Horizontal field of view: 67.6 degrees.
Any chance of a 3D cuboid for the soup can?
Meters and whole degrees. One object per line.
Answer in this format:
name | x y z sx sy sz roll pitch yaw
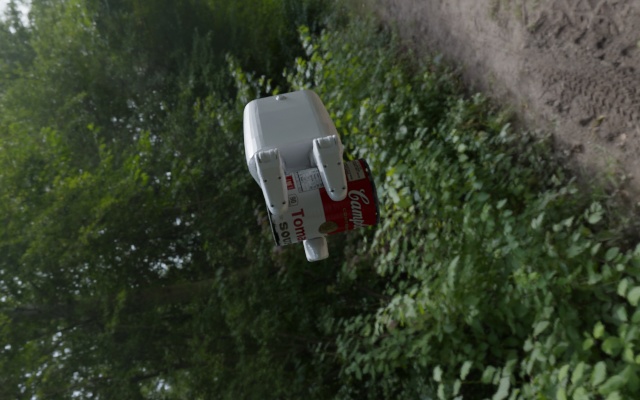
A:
soup can | 0.000 0.002 0.469 0.102 0.068 0.068 -13 1 -4
